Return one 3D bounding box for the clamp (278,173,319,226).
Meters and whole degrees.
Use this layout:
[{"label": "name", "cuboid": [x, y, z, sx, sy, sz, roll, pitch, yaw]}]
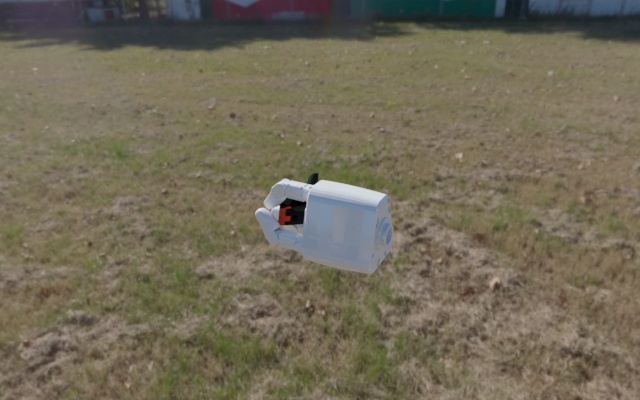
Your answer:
[{"label": "clamp", "cuboid": [0.000, 0.002, 0.776, 0.120, 0.039, 0.171, 12, 29, 25]}]
